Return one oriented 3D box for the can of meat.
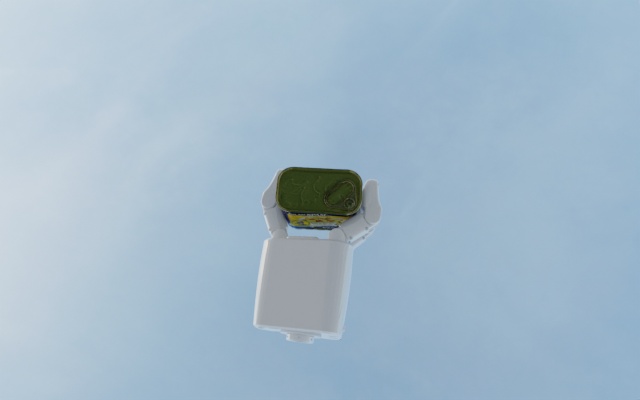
[{"bbox_3d":[0.000,0.002,0.599,0.102,0.057,0.084,3,-20,4],"label":"can of meat"}]
